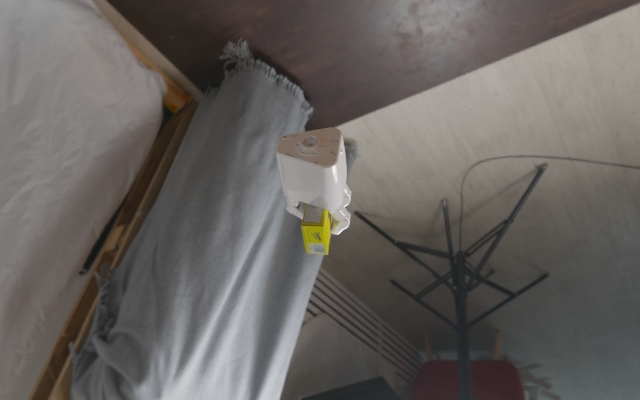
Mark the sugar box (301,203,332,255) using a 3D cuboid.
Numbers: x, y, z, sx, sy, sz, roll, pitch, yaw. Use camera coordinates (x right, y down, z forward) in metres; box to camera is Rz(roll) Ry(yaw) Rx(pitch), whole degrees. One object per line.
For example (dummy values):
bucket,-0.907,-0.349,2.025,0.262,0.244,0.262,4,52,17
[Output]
sugar box,0.001,0.003,0.890,0.048,0.176,0.093,4,-38,9
